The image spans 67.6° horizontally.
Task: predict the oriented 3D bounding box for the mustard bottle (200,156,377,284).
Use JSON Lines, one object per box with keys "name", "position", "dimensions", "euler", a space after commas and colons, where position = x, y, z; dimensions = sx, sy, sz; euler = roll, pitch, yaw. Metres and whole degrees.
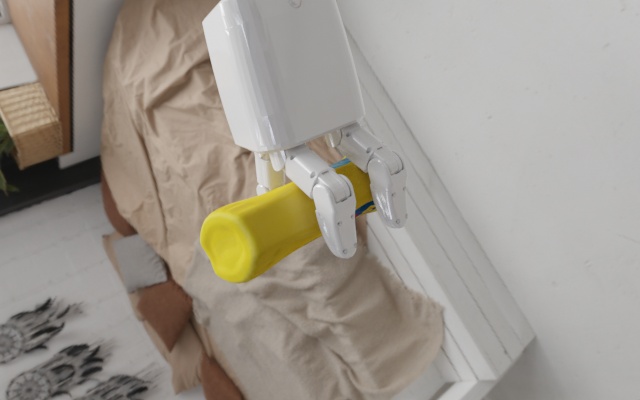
{"name": "mustard bottle", "position": [0.000, 0.002, 0.401], "dimensions": [0.191, 0.058, 0.096], "euler": [-26, -3, -33]}
